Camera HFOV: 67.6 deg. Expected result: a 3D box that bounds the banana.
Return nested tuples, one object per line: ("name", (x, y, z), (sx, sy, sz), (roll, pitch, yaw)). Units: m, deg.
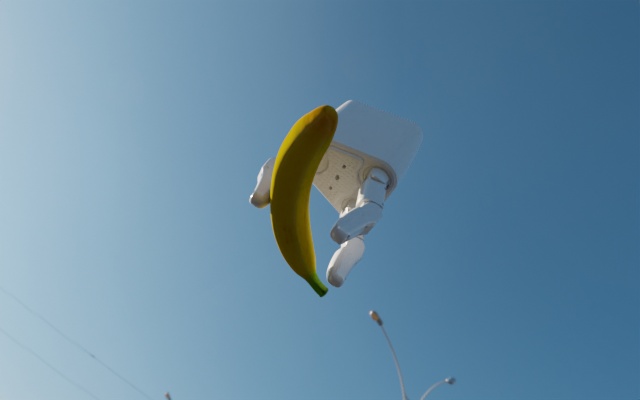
("banana", (-0.016, -0.002, 0.432), (0.069, 0.198, 0.037), (19, 40, 24))
